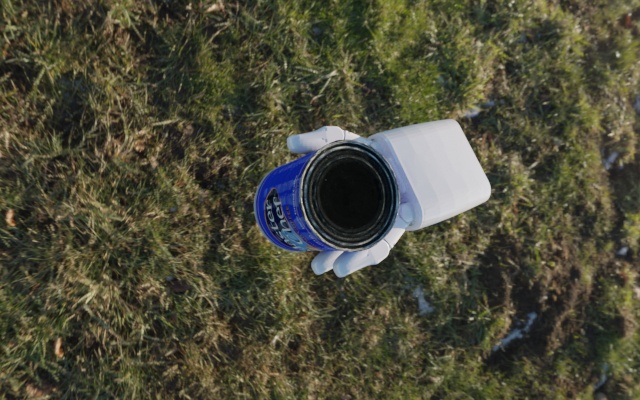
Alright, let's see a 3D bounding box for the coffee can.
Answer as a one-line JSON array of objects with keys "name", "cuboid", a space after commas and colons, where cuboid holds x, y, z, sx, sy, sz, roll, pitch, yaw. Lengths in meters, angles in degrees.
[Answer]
[{"name": "coffee can", "cuboid": [0.000, 0.002, 0.492, 0.103, 0.103, 0.140, 0, -5, -24]}]
